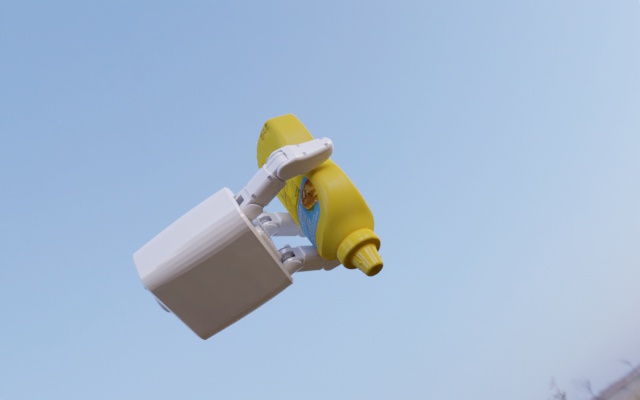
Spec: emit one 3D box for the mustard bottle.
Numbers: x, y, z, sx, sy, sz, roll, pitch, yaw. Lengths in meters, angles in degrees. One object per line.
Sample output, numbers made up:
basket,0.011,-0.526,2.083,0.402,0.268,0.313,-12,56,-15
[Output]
mustard bottle,0.000,0.001,0.472,0.058,0.096,0.191,-19,48,-23
